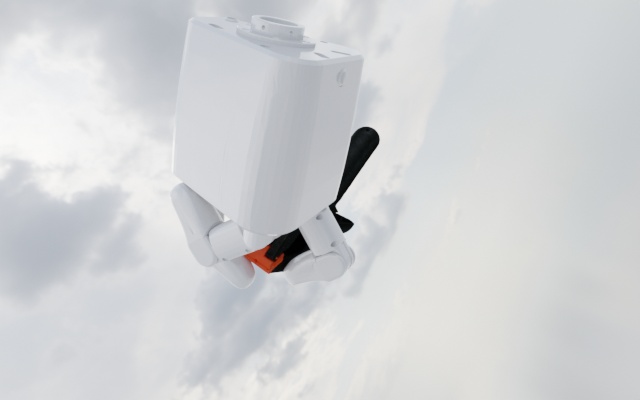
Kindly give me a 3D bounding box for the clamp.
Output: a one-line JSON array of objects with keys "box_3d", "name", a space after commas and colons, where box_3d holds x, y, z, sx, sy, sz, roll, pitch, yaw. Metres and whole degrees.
[{"box_3d": [-0.001, 0.001, 0.415, 0.039, 0.120, 0.171, 22, 27, 21], "name": "clamp"}]
